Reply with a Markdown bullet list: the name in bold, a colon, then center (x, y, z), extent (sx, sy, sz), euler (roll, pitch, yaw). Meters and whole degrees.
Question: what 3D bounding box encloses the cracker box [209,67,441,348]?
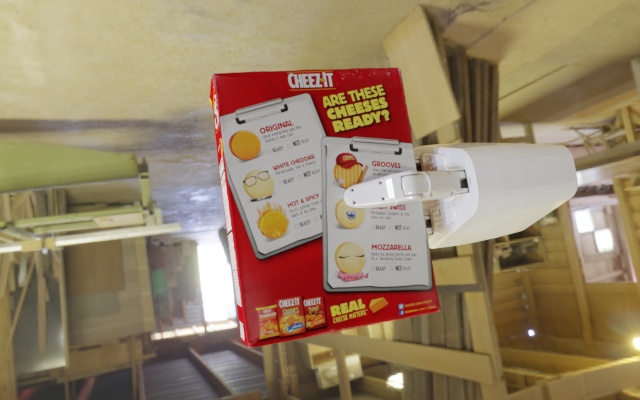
- **cracker box**: center (0.000, 0.001, 0.411), extent (0.164, 0.213, 0.072), euler (-7, -7, -17)
